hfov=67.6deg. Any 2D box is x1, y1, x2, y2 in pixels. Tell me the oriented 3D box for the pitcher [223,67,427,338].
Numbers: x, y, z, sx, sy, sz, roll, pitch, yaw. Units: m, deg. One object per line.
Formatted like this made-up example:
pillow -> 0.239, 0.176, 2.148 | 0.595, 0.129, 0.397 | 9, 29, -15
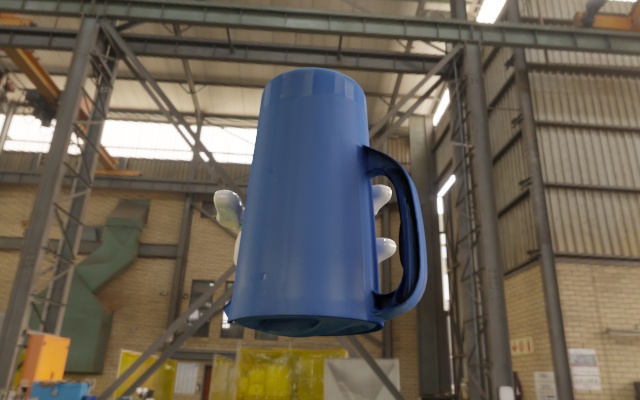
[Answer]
pitcher -> 0.000, 0.002, 0.446 | 0.149, 0.242, 0.145 | 8, -22, -16
